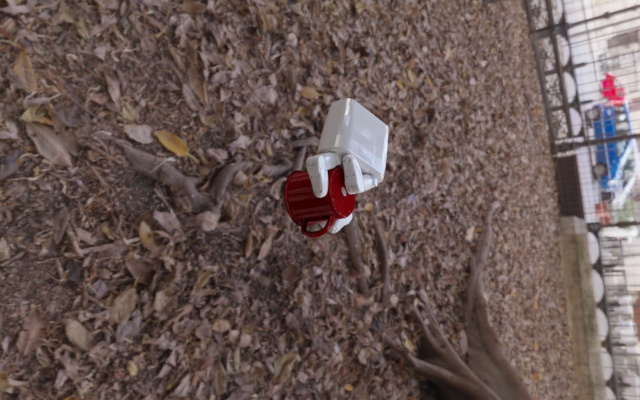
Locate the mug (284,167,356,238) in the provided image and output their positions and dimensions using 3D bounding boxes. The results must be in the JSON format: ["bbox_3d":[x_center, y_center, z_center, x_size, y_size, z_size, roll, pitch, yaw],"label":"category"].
[{"bbox_3d":[0.000,0.004,0.744,0.081,0.117,0.093,-9,-34,32],"label":"mug"}]
